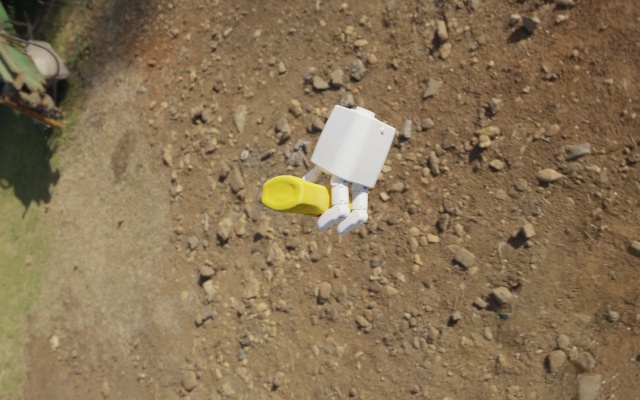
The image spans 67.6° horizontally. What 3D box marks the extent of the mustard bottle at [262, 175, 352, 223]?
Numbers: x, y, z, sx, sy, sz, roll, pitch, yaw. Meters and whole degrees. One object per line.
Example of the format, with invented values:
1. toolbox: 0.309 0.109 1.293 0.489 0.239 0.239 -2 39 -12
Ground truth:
1. mustard bottle: 0.000 0.003 0.808 0.096 0.058 0.191 -2 -10 42
